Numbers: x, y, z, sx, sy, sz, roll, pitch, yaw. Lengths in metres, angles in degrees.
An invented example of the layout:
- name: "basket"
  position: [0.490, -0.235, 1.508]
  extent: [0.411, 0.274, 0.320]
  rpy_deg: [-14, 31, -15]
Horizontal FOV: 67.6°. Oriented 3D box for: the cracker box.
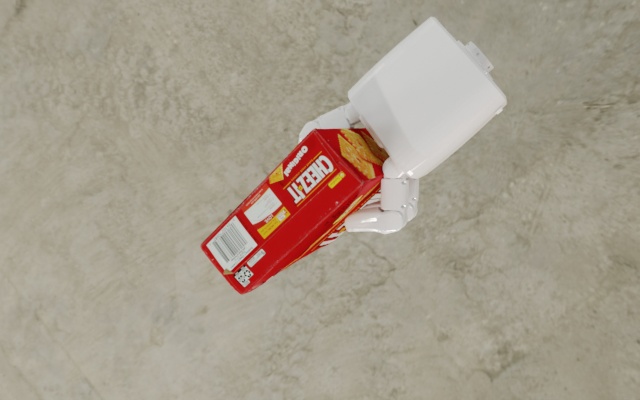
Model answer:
- name: "cracker box"
  position: [0.000, 0.002, 0.507]
  extent: [0.164, 0.072, 0.213]
  rpy_deg: [-44, -9, 21]
